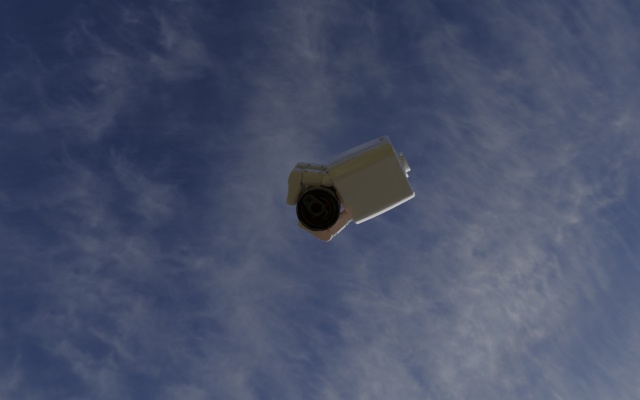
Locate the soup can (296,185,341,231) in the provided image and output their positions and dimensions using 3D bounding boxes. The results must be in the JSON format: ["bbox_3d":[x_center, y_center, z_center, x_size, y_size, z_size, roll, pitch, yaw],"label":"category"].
[{"bbox_3d":[0.000,0.003,0.775,0.068,0.068,0.102,0,14,4],"label":"soup can"}]
